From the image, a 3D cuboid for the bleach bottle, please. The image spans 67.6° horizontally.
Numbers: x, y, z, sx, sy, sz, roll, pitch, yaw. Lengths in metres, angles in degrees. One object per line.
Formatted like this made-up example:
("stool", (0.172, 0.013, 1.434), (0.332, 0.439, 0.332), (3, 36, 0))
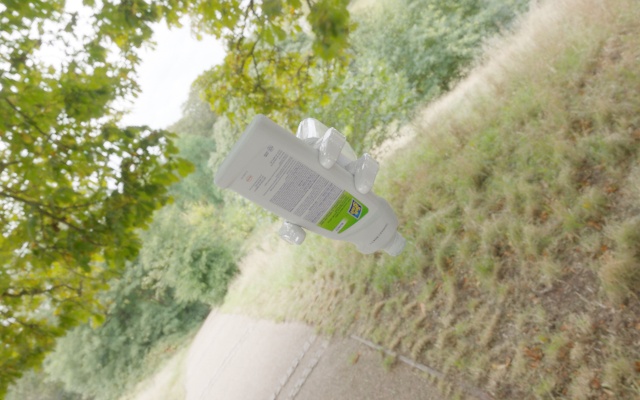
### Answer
("bleach bottle", (0.000, 0.002, 0.600), (0.251, 0.102, 0.068), (34, 20, -18))
